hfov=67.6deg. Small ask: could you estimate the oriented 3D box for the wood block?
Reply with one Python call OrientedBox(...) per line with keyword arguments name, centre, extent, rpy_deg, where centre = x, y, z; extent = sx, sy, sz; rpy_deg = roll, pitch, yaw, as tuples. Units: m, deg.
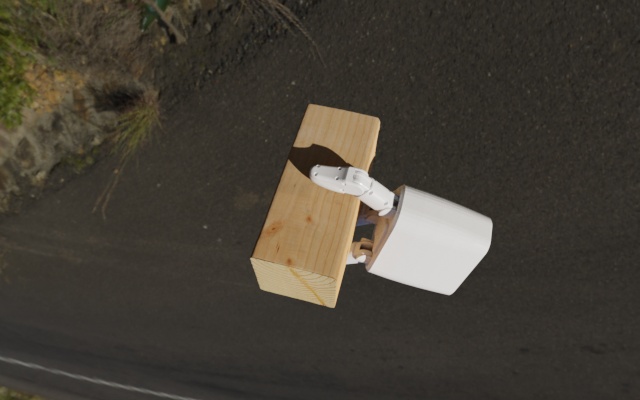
OrientedBox(name="wood block", centre=(0.000, 0.002, 0.546), extent=(0.090, 0.206, 0.091), rpy_deg=(13, -30, 7))
